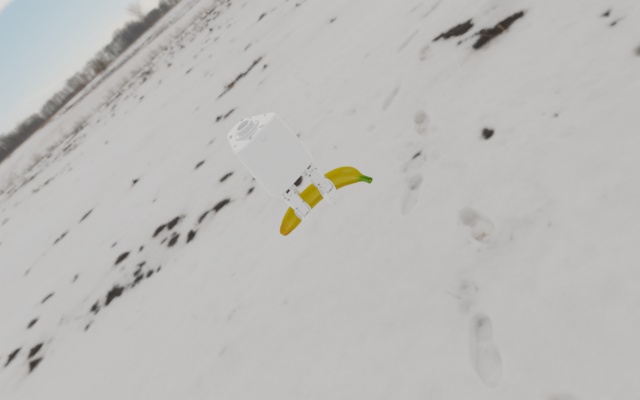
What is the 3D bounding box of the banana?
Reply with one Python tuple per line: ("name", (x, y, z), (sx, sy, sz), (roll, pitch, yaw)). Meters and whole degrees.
("banana", (-0.002, -0.009, 0.890), (0.198, 0.037, 0.069), (-34, 37, 8))
